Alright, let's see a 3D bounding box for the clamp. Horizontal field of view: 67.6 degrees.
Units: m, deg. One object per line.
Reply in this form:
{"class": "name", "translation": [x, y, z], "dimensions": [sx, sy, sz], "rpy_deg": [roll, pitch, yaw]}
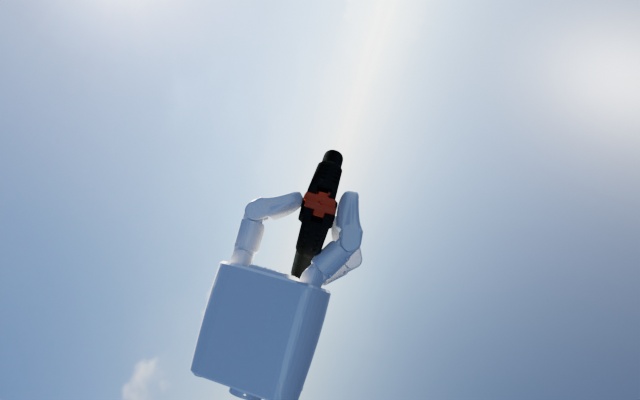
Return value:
{"class": "clamp", "translation": [-0.001, 0.002, 0.495], "dimensions": [0.036, 0.164, 0.210], "rpy_deg": [15, -12, 0]}
